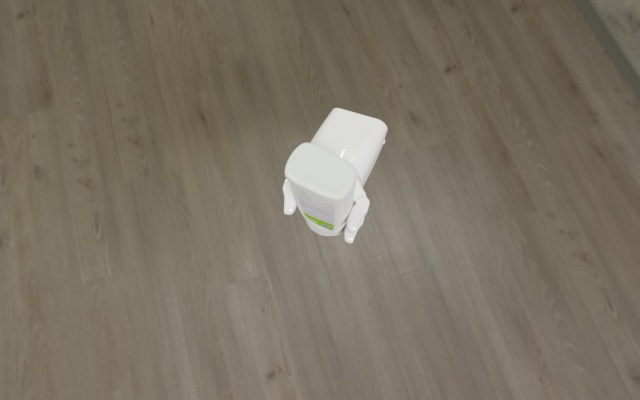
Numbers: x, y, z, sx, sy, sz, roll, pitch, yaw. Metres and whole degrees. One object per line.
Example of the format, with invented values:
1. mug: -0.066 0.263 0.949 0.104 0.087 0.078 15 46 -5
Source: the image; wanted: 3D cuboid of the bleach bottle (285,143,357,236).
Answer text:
1. bleach bottle: 0.000 0.003 0.775 0.102 0.068 0.251 27 -19 8
